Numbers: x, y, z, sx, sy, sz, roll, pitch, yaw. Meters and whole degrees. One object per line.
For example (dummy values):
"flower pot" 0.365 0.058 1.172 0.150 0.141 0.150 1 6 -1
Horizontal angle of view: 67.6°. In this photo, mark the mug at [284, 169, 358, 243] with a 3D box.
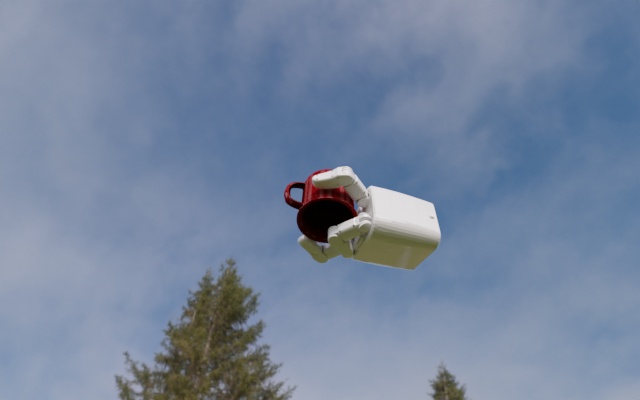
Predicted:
"mug" -0.001 0.002 0.740 0.117 0.093 0.081 15 39 -11
